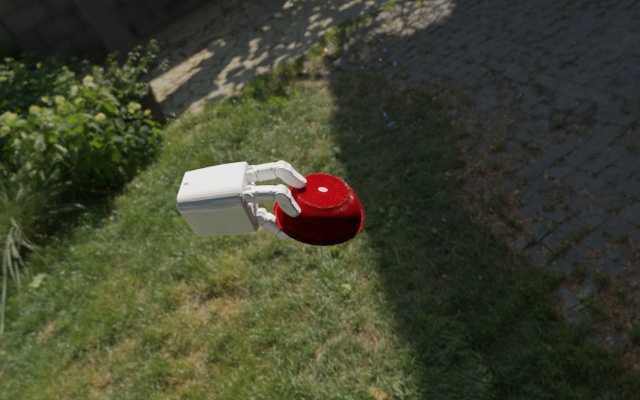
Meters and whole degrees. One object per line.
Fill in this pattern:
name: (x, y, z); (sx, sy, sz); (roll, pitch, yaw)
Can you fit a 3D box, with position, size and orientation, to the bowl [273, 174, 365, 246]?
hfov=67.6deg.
bowl: (0.001, 0.002, 0.819); (0.162, 0.055, 0.162); (4, 40, -3)
